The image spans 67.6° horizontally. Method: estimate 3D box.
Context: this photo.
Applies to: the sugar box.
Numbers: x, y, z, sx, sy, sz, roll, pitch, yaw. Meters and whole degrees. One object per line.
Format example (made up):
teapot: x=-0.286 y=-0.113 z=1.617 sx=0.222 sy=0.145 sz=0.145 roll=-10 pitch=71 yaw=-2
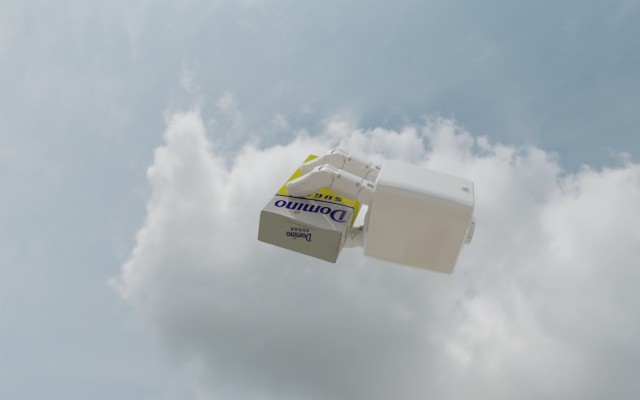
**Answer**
sugar box: x=0.000 y=0.001 z=0.579 sx=0.093 sy=0.048 sz=0.176 roll=15 pitch=26 yaw=9
